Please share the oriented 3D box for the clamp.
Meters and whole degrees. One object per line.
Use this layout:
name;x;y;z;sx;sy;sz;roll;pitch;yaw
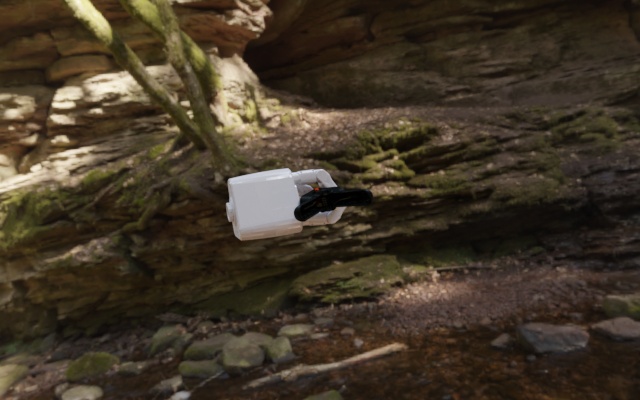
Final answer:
clamp;0.000;0.002;0.768;0.120;0.039;0.171;-9;4;-17
